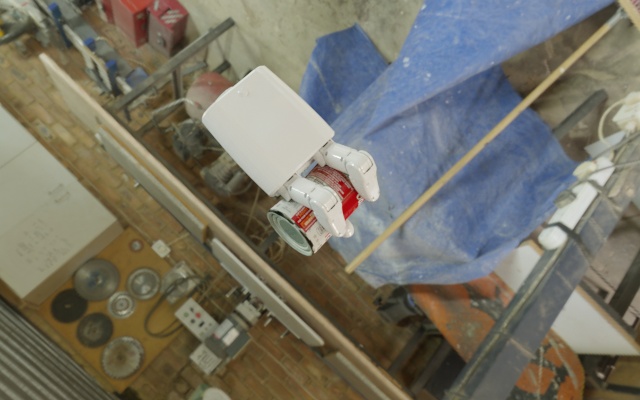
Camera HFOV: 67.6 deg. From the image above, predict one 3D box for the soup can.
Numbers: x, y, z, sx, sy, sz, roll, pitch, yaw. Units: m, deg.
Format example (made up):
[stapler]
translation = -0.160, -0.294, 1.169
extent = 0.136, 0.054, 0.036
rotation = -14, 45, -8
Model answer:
[soup can]
translation = 0.000, 0.002, 0.520
extent = 0.102, 0.068, 0.068
rotation = -46, 20, -21
